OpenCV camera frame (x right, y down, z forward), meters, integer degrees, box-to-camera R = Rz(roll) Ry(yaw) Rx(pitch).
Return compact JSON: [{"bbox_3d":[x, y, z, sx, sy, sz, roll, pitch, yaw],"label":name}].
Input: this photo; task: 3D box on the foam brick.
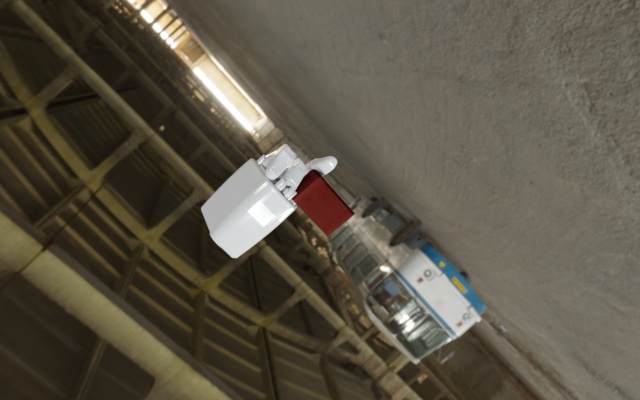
[{"bbox_3d":[0.000,0.002,0.681,0.051,0.078,0.053,-42,19,1],"label":"foam brick"}]
